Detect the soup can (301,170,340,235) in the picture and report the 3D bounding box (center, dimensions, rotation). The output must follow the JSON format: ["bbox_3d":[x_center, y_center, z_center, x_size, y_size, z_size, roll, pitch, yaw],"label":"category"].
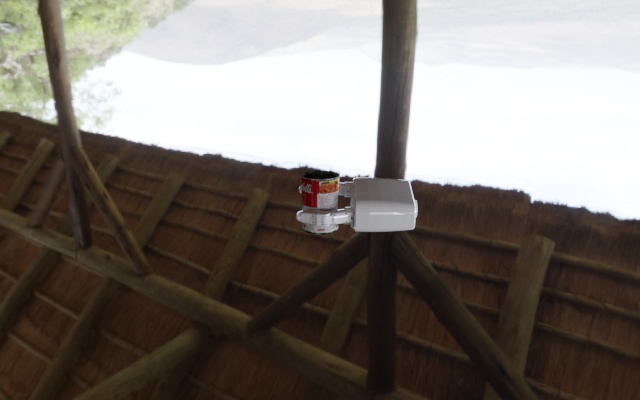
[{"bbox_3d":[0.000,0.003,0.856,0.068,0.102,0.068,0,17,0],"label":"soup can"}]
